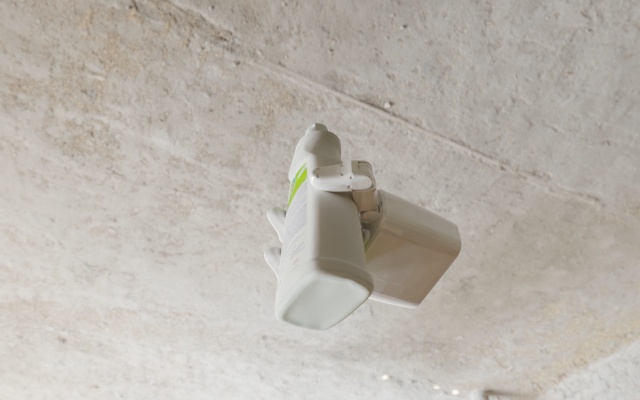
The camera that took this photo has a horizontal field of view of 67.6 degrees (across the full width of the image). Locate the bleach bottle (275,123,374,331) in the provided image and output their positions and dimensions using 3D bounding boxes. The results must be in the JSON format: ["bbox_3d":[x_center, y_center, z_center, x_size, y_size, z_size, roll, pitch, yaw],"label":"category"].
[{"bbox_3d":[0.000,0.002,0.504,0.068,0.250,0.103,20,-46,-20],"label":"bleach bottle"}]
